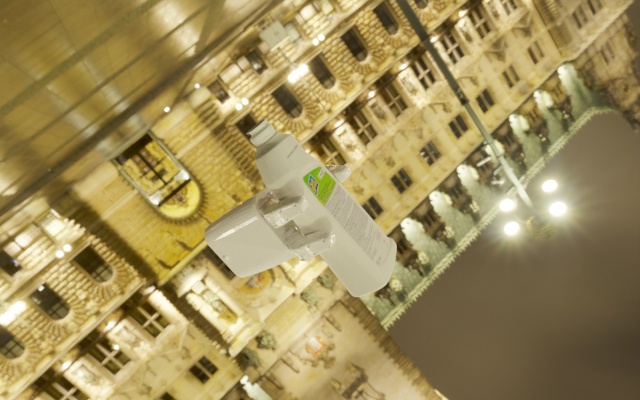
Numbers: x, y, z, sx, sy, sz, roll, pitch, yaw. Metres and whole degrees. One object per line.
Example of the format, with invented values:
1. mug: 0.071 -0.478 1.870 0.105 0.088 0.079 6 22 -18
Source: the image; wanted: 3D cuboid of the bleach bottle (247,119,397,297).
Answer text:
1. bleach bottle: 0.000 0.002 0.605 0.068 0.251 0.102 -28 20 29
